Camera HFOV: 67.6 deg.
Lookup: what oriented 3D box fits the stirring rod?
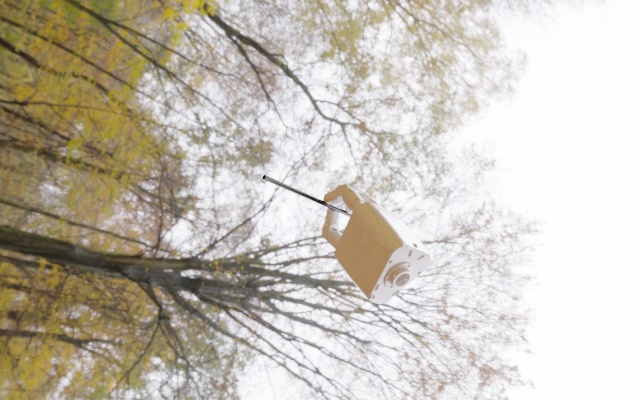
[{"bbox_3d":[0.000,0.003,0.786,0.239,0.011,0.011,24,-16,-40],"label":"stirring rod"}]
